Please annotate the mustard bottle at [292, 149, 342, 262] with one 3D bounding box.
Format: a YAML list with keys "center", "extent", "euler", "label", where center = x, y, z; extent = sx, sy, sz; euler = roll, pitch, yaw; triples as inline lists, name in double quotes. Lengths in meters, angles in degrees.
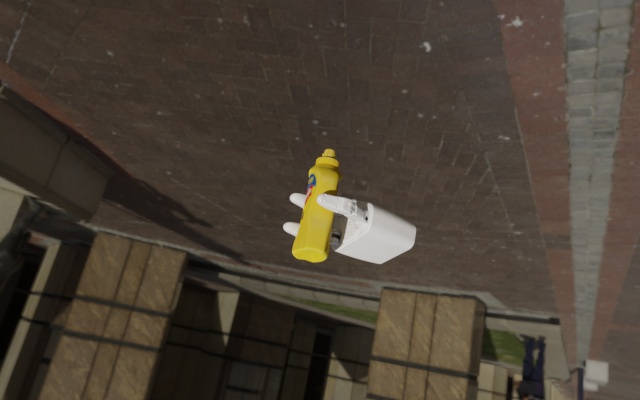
- center: [0.000, 0.003, 0.803]
  extent: [0.058, 0.191, 0.096]
  euler: [13, -18, -5]
  label: "mustard bottle"
